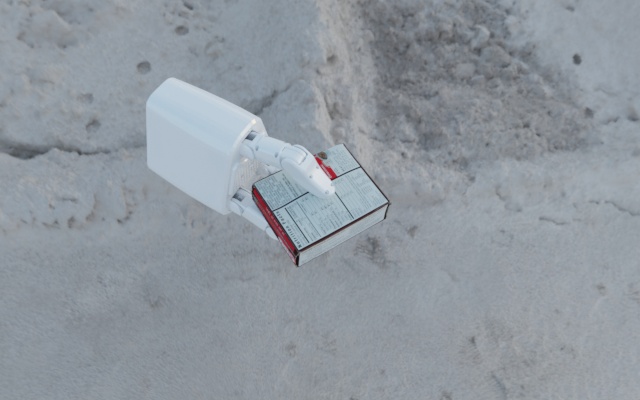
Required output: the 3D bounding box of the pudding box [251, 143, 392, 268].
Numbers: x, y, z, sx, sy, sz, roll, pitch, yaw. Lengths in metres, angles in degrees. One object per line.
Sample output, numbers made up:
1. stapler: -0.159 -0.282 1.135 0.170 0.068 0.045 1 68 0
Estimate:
1. pudding box: 0.000 0.001 0.482 0.113 0.090 0.039 -27 -24 -18
